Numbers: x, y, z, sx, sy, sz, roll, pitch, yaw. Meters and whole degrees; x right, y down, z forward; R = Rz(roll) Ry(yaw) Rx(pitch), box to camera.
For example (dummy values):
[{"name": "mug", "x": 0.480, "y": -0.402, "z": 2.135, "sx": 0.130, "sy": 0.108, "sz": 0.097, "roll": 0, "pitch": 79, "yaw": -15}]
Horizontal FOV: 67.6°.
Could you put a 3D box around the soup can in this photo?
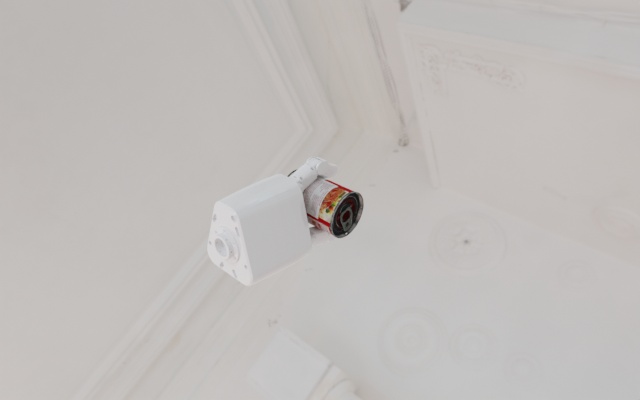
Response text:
[{"name": "soup can", "x": 0.000, "y": 0.002, "z": 0.673, "sx": 0.102, "sy": 0.068, "sz": 0.068, "roll": 26, "pitch": 15, "yaw": 35}]
